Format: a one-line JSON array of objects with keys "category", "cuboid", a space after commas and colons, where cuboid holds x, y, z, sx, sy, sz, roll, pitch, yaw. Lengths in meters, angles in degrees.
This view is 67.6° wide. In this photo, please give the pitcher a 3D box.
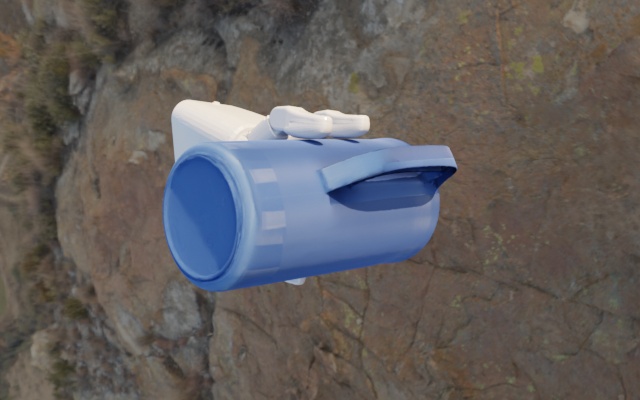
[{"category": "pitcher", "cuboid": [0.000, 0.001, 0.419, 0.145, 0.149, 0.243, 29, 21, 35]}]
